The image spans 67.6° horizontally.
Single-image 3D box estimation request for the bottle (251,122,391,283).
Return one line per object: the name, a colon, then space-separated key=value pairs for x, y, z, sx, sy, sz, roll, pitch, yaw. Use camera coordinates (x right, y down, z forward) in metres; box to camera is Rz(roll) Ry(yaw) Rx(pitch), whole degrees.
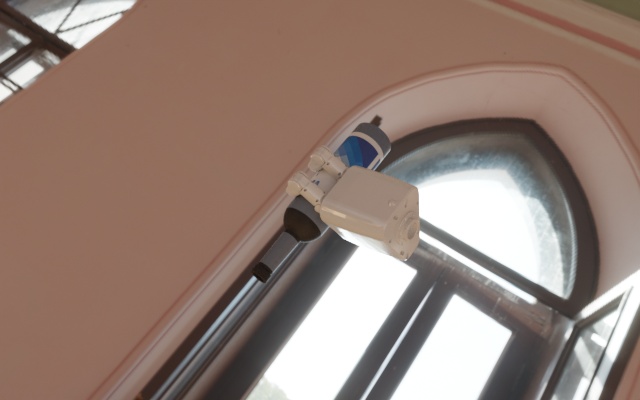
bottle: x=0.000 y=0.002 z=0.716 sx=0.069 sy=0.295 sz=0.069 roll=32 pitch=-25 yaw=17
